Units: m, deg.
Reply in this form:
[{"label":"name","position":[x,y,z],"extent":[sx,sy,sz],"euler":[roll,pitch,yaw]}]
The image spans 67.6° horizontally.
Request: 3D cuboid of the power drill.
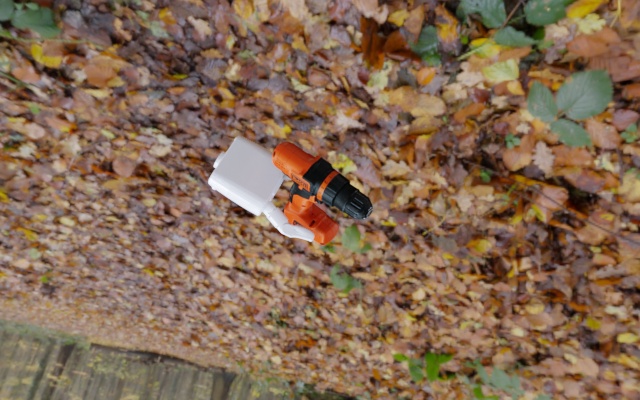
[{"label":"power drill","position":[0.000,0.003,0.802],"extent":[0.184,0.057,0.188],"euler":[37,-27,17]}]
